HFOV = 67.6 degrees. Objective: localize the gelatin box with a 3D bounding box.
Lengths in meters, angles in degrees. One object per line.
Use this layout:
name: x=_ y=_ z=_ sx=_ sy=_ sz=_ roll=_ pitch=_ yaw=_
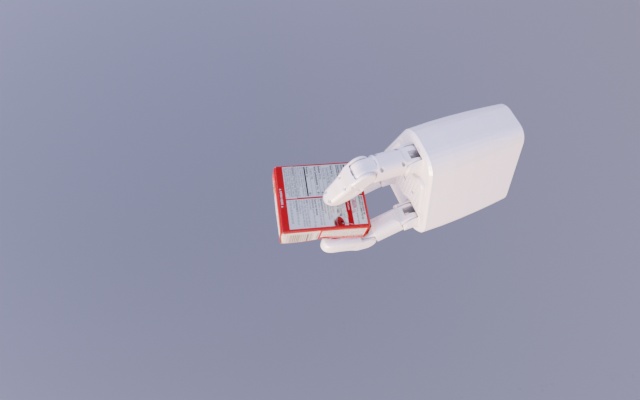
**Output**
gelatin box: x=0.000 y=0.001 z=0.473 sx=0.089 sy=0.073 sz=0.030 roll=-4 pitch=-26 yaw=-11
